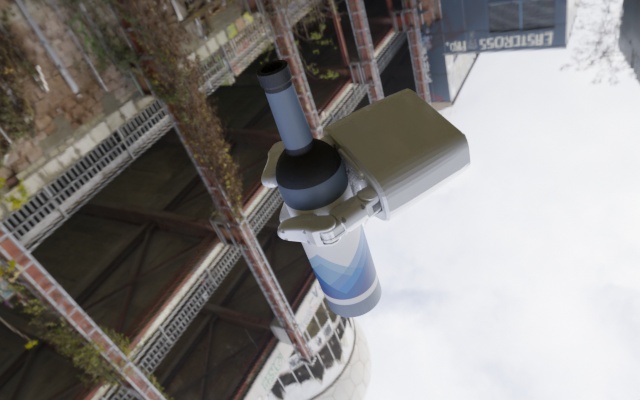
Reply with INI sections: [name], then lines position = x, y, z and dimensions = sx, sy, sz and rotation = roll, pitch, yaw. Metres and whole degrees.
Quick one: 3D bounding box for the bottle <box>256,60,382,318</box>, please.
[bottle]
position = 0.000, 0.002, 0.478
dimensions = 0.069, 0.296, 0.069
rotation = -12, 38, 10
